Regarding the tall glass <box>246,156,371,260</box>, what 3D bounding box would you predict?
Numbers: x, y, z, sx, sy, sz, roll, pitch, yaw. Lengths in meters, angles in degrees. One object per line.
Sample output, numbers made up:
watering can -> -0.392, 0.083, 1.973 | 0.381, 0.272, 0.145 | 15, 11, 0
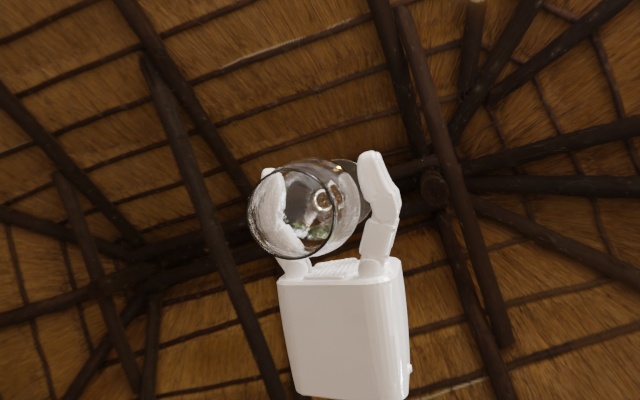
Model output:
tall glass -> 0.000, 0.001, 0.413 | 0.079, 0.079, 0.201 | 0, 4, 12
